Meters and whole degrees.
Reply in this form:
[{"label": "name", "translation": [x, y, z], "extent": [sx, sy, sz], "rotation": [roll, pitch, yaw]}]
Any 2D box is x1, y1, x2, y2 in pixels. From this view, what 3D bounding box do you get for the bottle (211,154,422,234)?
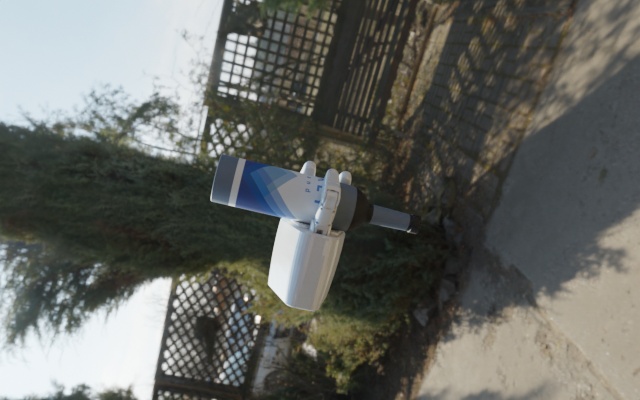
[{"label": "bottle", "translation": [0.000, 0.002, 0.671], "extent": [0.296, 0.069, 0.069], "rotation": [13, -2, -8]}]
